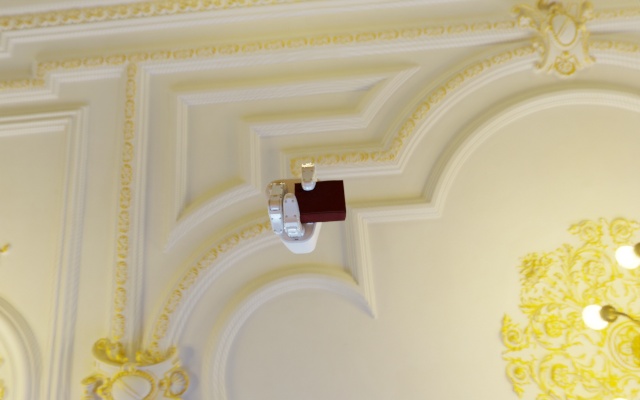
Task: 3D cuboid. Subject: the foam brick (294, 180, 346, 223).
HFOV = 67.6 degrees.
[{"bbox_3d":[0.000,0.002,0.739,0.078,0.053,0.051,-3,-19,3],"label":"foam brick"}]
